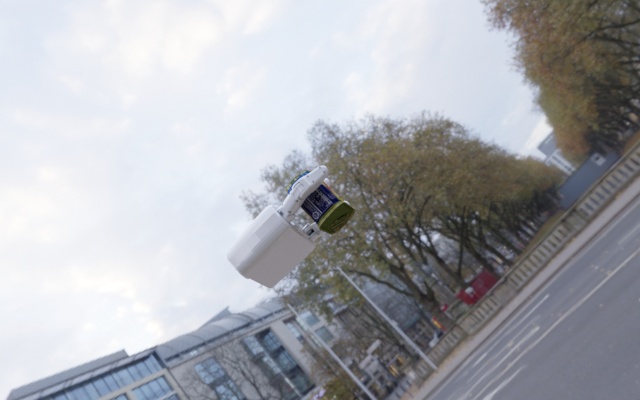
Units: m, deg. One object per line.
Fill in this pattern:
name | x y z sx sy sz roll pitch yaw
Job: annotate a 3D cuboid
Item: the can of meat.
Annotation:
can of meat | 0.000 0.002 0.760 0.084 0.057 0.102 44 4 19
